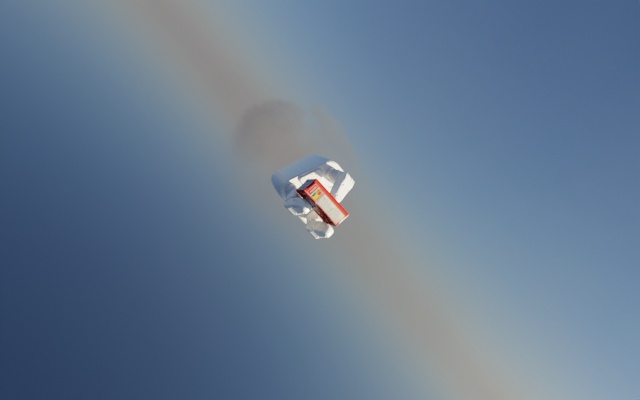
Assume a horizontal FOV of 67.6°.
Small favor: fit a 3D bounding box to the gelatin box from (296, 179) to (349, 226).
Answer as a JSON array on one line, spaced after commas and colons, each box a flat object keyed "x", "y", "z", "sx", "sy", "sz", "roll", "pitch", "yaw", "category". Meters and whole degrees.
[{"x": 0.001, "y": 0.002, "z": 0.737, "sx": 0.030, "sy": 0.073, "sz": 0.089, "roll": -43, "pitch": 9, "yaw": -8, "category": "gelatin box"}]
